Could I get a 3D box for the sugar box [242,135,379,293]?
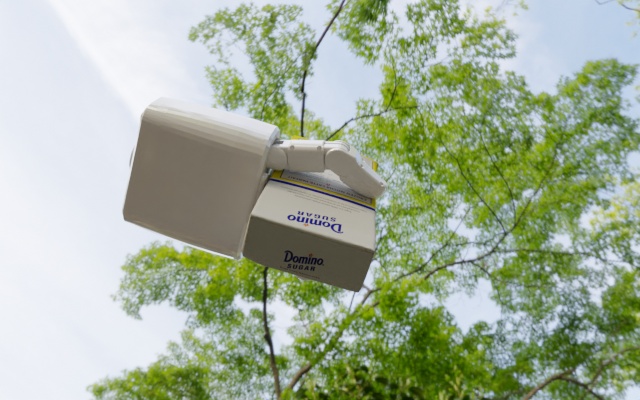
[{"bbox_3d":[0.000,0.002,0.413,0.093,0.048,0.176,17,29,0],"label":"sugar box"}]
